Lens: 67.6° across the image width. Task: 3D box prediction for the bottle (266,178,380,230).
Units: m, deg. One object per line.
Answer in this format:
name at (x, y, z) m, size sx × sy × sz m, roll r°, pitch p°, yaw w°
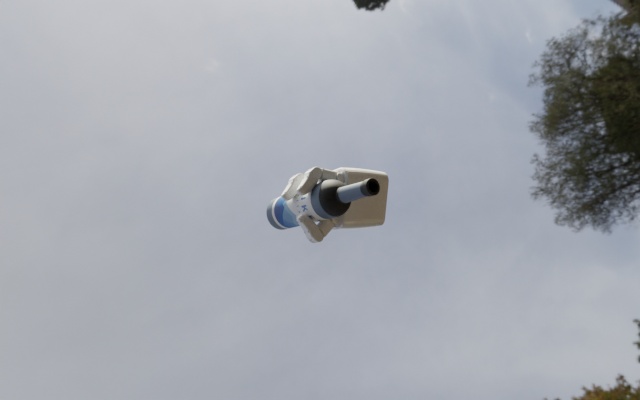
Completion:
bottle at (0.000, 0.003, 0.854) m, size 0.069 × 0.069 × 0.296 m, roll 0°, pitch -10°, yaw -34°
